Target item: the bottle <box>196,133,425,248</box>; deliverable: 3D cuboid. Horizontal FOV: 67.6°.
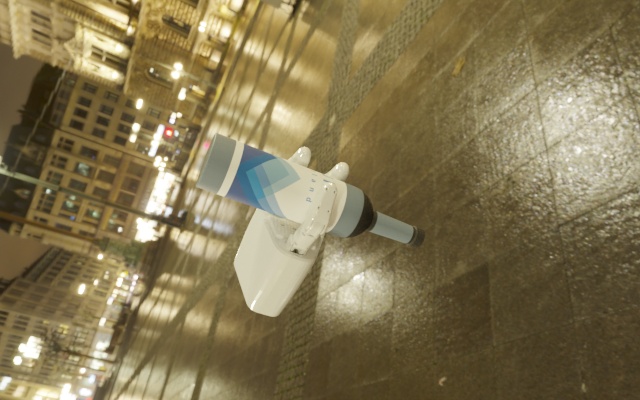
[{"bbox_3d":[0.000,0.002,0.591,0.296,0.069,0.069,20,-7,-18],"label":"bottle"}]
